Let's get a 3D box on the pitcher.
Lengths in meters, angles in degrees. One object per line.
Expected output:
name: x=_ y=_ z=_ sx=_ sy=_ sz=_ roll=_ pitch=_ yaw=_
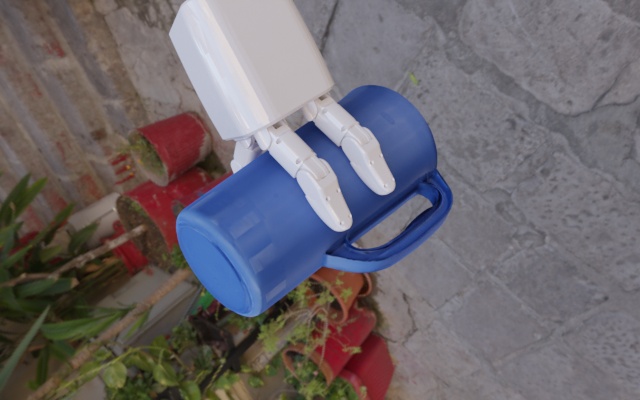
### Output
pitcher: x=0.000 y=0.001 z=0.450 sx=0.242 sy=0.145 sz=0.149 roll=-37 pitch=20 yaw=-32
